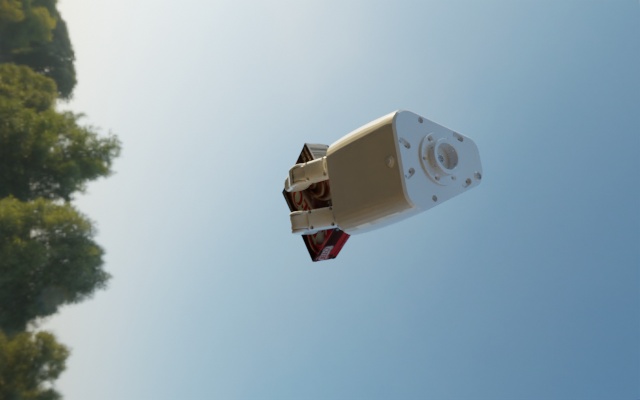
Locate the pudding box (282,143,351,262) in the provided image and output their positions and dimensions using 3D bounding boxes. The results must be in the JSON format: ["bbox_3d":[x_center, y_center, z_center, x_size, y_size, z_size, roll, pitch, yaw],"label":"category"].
[{"bbox_3d":[0.000,0.002,0.566,0.039,0.113,0.090,-2,-40,-30],"label":"pudding box"}]
